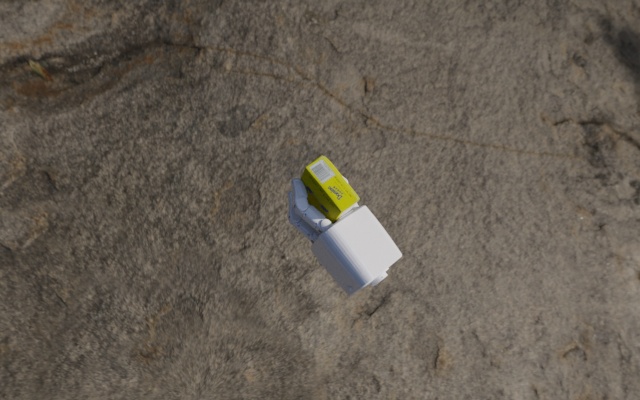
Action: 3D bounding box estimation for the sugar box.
[{"bbox_3d":[0.000,0.003,0.812,0.048,0.093,0.176,-34,-10,-24],"label":"sugar box"}]
